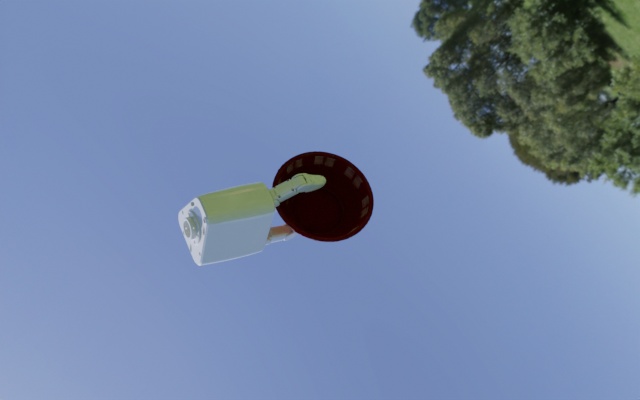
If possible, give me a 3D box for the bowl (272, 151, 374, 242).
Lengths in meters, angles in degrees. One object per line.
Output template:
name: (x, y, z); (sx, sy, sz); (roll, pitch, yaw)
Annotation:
bowl: (0.001, 0.003, 0.762); (0.162, 0.162, 0.055); (0, -29, -13)
